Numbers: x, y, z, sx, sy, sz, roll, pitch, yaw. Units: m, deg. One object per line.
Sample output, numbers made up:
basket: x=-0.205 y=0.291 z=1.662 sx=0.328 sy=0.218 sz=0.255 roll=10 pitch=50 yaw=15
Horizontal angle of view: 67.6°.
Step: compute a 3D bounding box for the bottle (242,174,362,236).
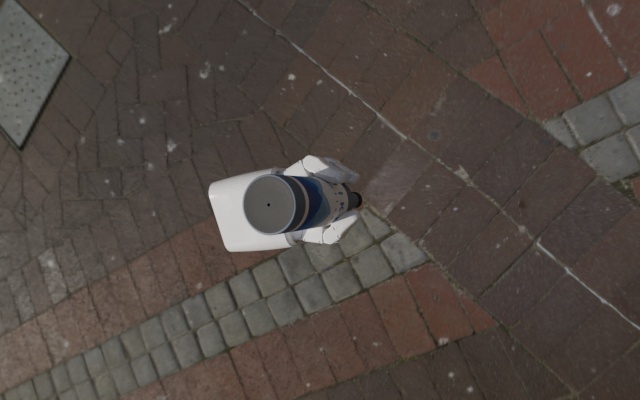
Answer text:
bottle: x=0.000 y=0.002 z=0.648 sx=0.069 sy=0.069 sz=0.296 roll=0 pitch=1 yaw=22
